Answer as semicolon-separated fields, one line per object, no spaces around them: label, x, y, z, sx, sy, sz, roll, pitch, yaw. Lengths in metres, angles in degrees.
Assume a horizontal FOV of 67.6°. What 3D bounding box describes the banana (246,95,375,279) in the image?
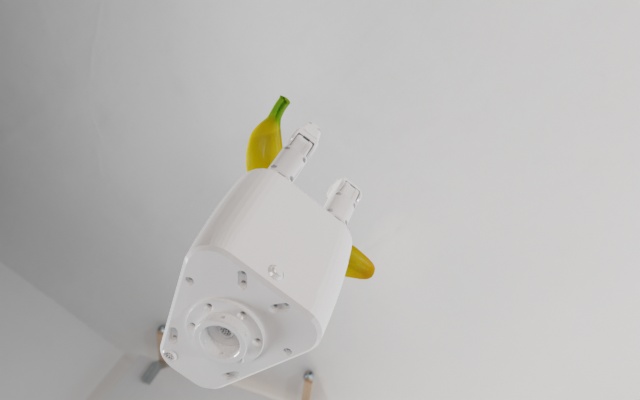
banana;-0.018;0.006;0.452;0.069;0.198;0.037;-23;18;15
